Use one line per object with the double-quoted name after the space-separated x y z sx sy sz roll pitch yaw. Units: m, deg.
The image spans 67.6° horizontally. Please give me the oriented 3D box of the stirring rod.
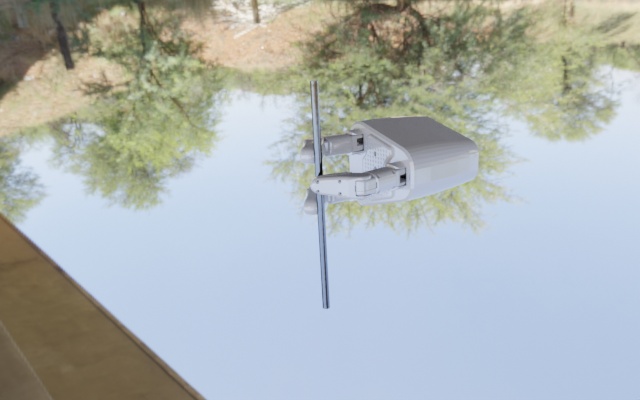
0.000 0.001 0.487 0.011 0.239 0.011 -3 17 1 "stirring rod"
